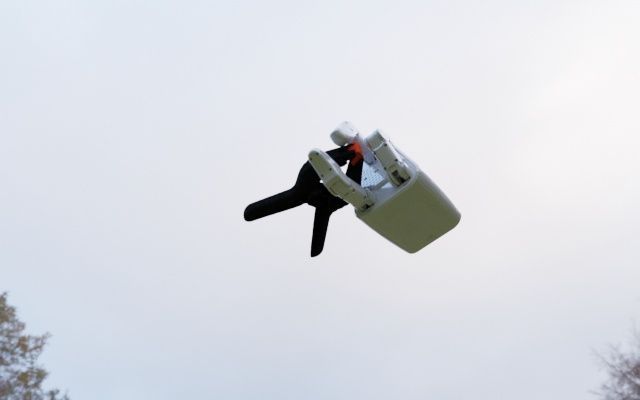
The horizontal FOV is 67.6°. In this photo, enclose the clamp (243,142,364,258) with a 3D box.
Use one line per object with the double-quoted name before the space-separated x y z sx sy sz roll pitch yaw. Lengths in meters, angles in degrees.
"clamp" 0.000 0.001 0.601 0.171 0.039 0.120 -37 -55 23
